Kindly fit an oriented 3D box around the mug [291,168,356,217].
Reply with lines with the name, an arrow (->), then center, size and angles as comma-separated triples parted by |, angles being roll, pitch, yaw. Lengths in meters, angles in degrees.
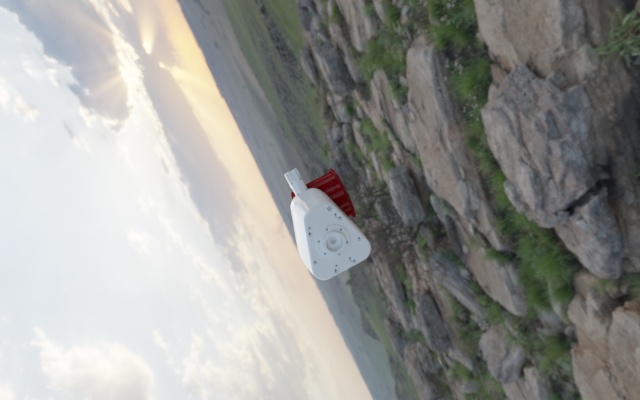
mug -> 0.000, 0.002, 0.820 | 0.081, 0.093, 0.117 | -27, 14, -6
